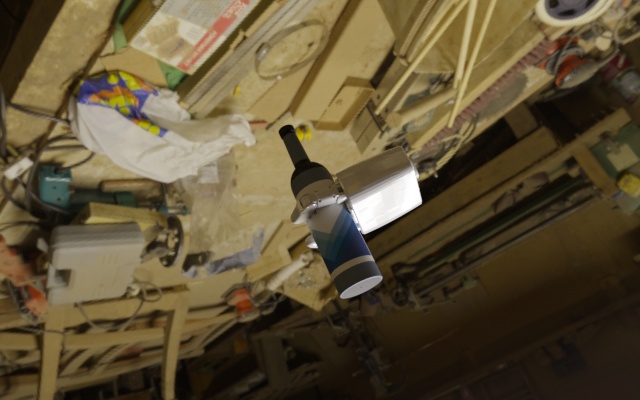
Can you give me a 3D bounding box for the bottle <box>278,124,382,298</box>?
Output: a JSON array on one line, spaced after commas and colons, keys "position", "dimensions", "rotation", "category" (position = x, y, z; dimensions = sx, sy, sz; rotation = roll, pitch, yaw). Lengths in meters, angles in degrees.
[{"position": [0.000, 0.003, 0.734], "dimensions": [0.069, 0.295, 0.069], "rotation": [-21, -25, -10], "category": "bottle"}]
